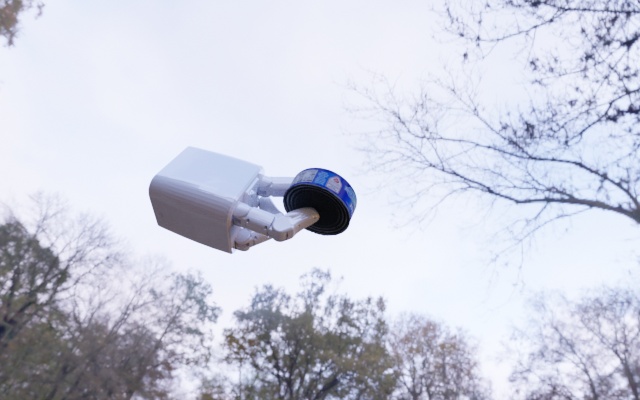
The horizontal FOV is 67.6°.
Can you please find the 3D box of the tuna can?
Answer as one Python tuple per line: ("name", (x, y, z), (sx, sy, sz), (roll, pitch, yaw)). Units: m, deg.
("tuna can", (0.000, 0.002, 0.576), (0.086, 0.086, 0.033), (0, 43, 29))
